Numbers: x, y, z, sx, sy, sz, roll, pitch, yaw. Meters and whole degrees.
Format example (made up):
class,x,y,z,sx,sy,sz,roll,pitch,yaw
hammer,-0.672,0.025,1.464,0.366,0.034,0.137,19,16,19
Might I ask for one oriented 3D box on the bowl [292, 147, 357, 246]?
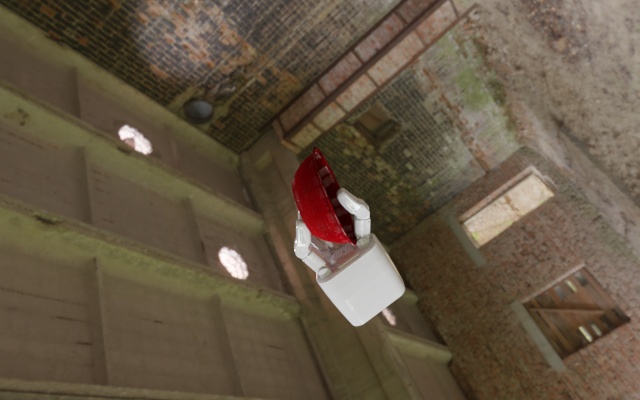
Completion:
class,x,y,z,sx,sy,sz,roll,pitch,yaw
bowl,-0.001,0.001,0.727,0.055,0.162,0.162,-22,-4,10
